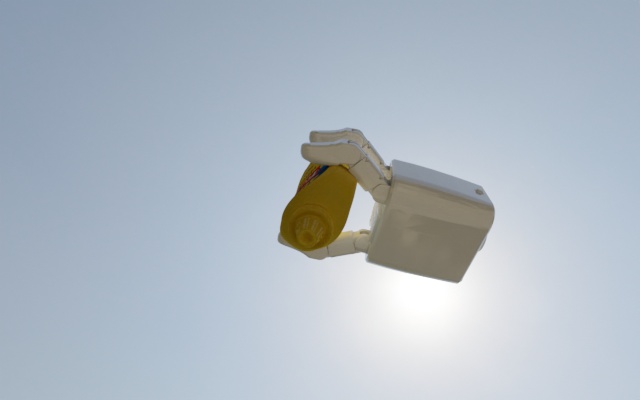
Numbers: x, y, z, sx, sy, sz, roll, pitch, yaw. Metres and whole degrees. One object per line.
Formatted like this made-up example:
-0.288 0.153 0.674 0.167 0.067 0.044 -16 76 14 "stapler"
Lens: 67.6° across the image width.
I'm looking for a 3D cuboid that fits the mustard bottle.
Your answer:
0.000 0.001 0.499 0.058 0.096 0.191 39 20 -8 "mustard bottle"
